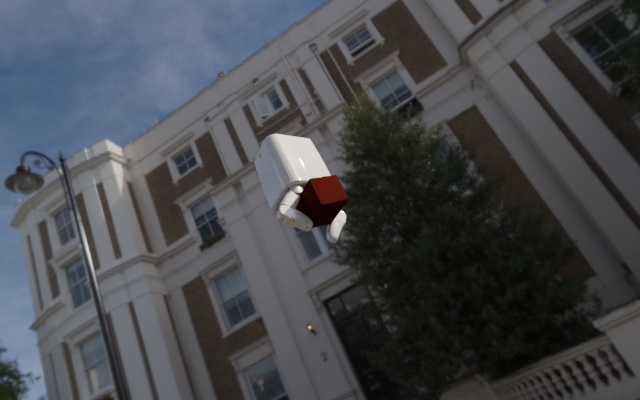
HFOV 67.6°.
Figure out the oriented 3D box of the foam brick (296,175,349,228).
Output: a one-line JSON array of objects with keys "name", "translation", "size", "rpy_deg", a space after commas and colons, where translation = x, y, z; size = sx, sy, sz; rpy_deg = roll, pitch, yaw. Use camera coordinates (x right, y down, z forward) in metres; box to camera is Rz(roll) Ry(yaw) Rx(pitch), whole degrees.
[{"name": "foam brick", "translation": [0.000, 0.002, 0.772], "size": [0.053, 0.051, 0.078], "rpy_deg": [-9, -28, -31]}]
